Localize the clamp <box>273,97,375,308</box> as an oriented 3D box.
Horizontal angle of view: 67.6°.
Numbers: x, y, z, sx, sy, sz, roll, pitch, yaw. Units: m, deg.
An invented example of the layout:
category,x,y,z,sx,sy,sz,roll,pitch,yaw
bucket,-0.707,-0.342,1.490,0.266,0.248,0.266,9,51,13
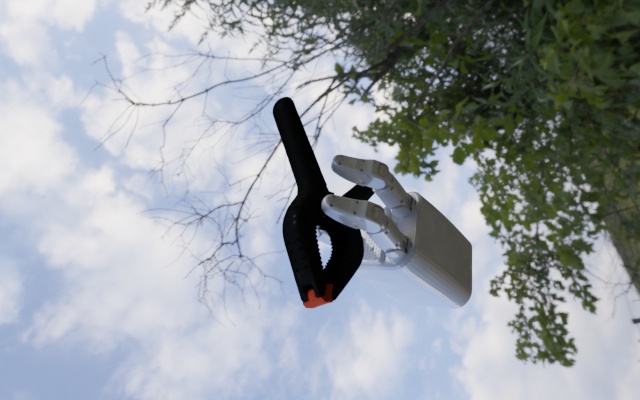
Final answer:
category,x,y,z,sx,sy,sz,roll,pitch,yaw
clamp,0.000,0.002,0.479,0.164,0.209,0.036,36,-43,-26
